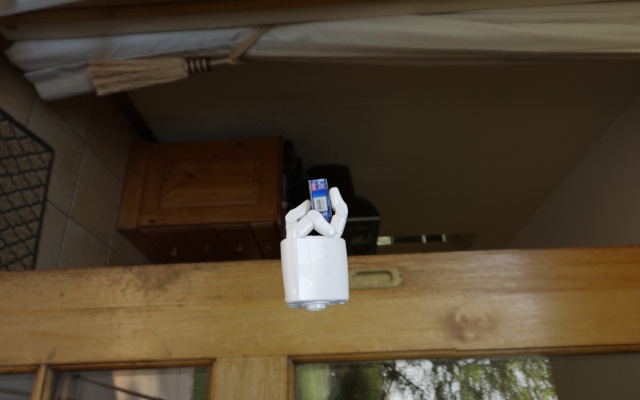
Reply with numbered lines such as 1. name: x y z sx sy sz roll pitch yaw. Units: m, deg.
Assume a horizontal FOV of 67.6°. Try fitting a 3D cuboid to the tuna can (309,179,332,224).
1. tuna can: 0.001 0.003 0.890 0.034 0.086 0.086 -8 0 0
